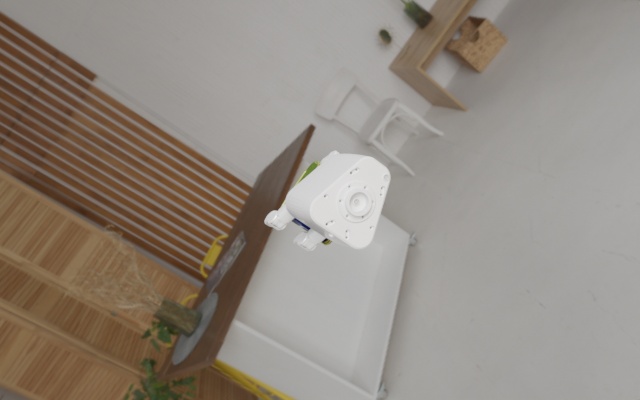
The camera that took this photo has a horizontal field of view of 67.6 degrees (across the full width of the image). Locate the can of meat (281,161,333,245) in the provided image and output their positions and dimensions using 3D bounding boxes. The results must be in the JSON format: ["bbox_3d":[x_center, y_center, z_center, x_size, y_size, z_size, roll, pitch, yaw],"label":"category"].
[{"bbox_3d":[0.000,0.002,0.722,0.084,0.102,0.057,34,-3,-18],"label":"can of meat"}]
